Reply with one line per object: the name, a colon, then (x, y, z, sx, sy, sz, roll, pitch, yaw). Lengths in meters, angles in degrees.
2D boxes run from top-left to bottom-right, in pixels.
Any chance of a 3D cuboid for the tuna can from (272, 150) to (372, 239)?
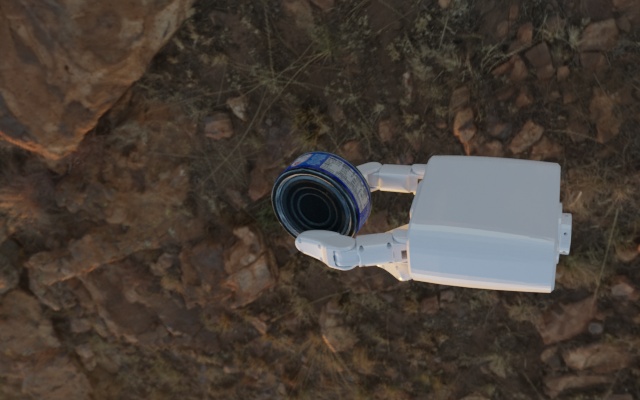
tuna can: (0.000, 0.002, 0.423, 0.086, 0.086, 0.033, 0, 30, 30)
